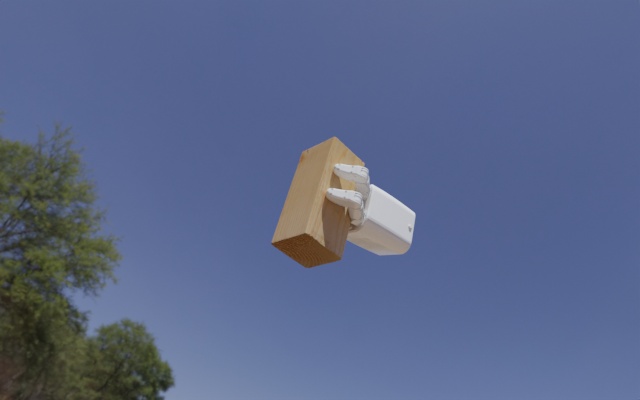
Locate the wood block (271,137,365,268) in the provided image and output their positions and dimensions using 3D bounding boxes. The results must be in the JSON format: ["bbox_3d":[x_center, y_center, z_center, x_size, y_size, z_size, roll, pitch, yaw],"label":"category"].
[{"bbox_3d":[0.000,0.003,0.844,0.091,0.206,0.090,-21,-49,42],"label":"wood block"}]
